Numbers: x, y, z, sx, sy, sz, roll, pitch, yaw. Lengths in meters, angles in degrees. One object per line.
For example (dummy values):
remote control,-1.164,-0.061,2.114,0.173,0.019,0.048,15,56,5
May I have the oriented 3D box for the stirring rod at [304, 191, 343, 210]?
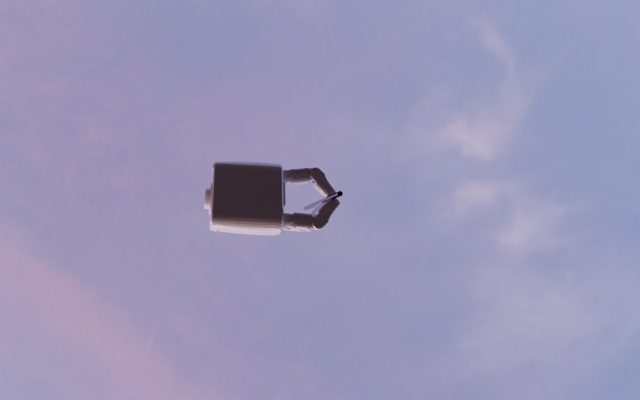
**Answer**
stirring rod,0.000,0.003,0.814,0.011,0.011,0.239,0,-6,-14
